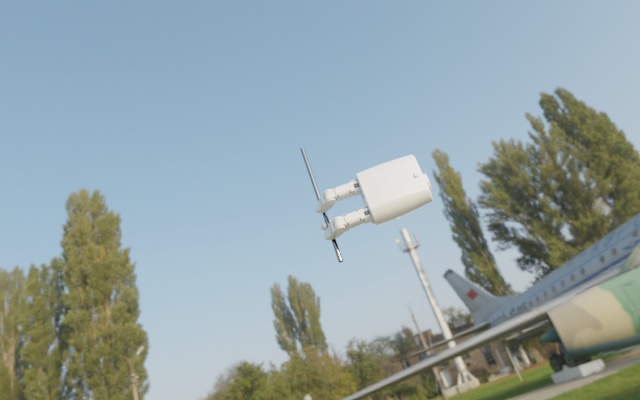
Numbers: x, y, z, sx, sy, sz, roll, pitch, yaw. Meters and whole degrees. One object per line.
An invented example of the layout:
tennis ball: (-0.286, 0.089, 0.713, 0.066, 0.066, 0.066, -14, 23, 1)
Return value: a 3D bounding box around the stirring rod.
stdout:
stirring rod: (0.000, 0.003, 0.879, 0.011, 0.239, 0.011, -16, -25, -7)
